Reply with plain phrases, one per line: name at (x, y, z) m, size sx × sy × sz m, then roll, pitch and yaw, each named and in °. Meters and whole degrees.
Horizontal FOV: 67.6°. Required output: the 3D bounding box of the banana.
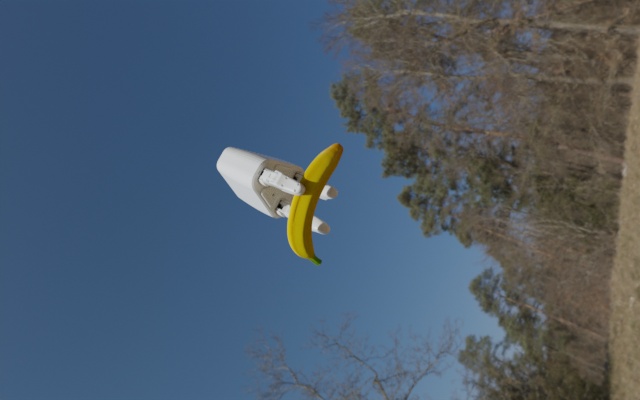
banana at (-0.014, 0.006, 0.733) m, size 0.069 × 0.198 × 0.037 m, roll 0°, pitch 17°, yaw -45°
